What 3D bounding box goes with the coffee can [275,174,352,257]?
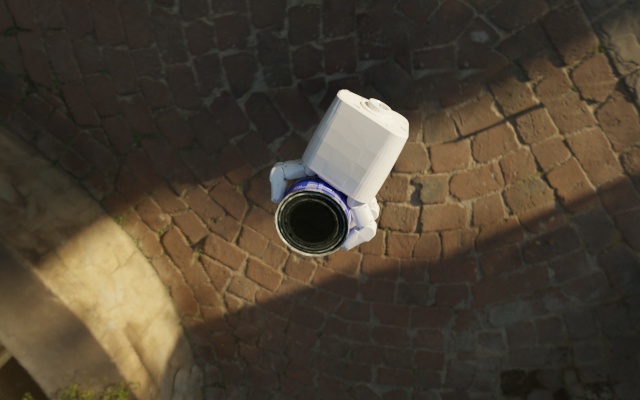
[{"bbox_3d":[0.000,0.002,0.698,0.103,0.103,0.140,0,25,11],"label":"coffee can"}]
